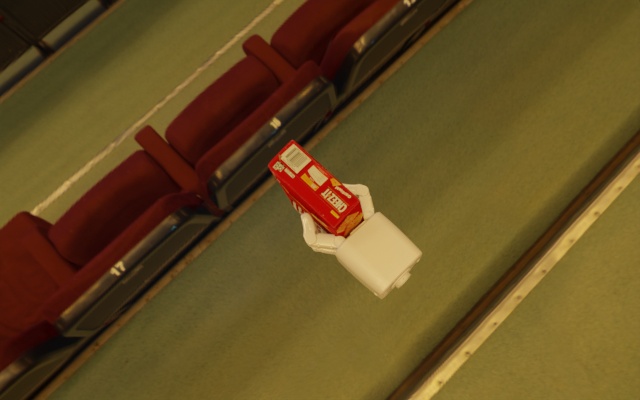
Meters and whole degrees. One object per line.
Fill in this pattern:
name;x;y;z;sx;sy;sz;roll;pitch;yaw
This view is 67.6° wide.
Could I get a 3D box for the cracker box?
cracker box;0.000;0.003;0.876;0.164;0.072;0.214;43;-8;18
